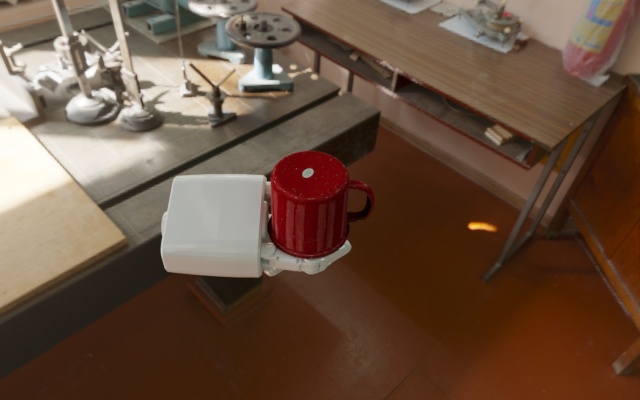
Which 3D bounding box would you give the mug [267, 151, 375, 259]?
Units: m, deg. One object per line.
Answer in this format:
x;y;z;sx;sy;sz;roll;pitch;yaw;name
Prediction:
0.002;0.002;0.512;0.117;0.082;0.093;1;44;-2;mug
